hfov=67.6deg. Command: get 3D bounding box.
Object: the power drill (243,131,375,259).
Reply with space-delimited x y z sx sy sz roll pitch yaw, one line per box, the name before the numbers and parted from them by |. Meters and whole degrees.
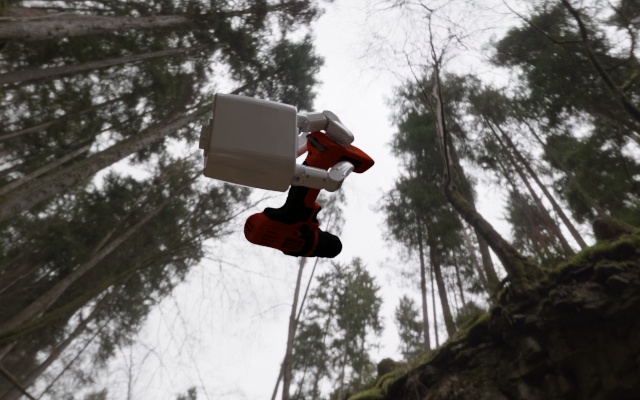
power drill | 0.000 0.002 0.703 0.184 0.188 0.057 17 19 -44
